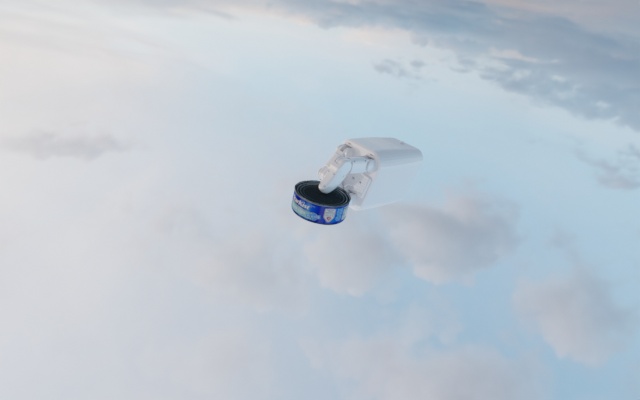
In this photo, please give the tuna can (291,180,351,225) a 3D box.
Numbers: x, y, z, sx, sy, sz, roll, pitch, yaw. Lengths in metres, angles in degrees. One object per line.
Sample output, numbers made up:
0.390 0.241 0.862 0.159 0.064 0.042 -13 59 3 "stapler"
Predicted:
0.000 0.003 0.714 0.086 0.034 0.086 11 24 -5 "tuna can"
